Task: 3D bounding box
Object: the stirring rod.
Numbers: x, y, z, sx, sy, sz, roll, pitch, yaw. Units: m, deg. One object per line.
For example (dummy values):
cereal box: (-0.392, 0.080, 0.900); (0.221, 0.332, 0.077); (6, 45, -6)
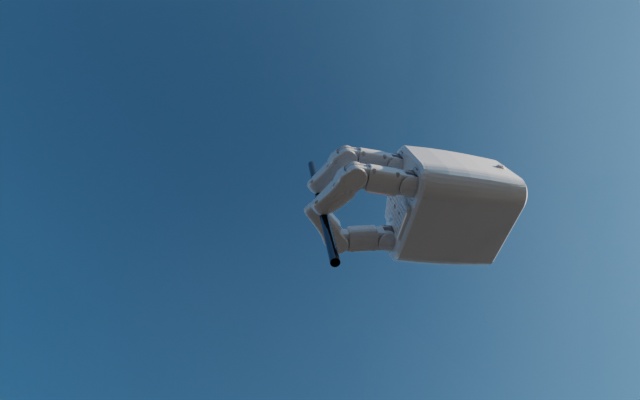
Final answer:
stirring rod: (0.000, 0.002, 0.473); (0.011, 0.011, 0.239); (0, 22, -6)
